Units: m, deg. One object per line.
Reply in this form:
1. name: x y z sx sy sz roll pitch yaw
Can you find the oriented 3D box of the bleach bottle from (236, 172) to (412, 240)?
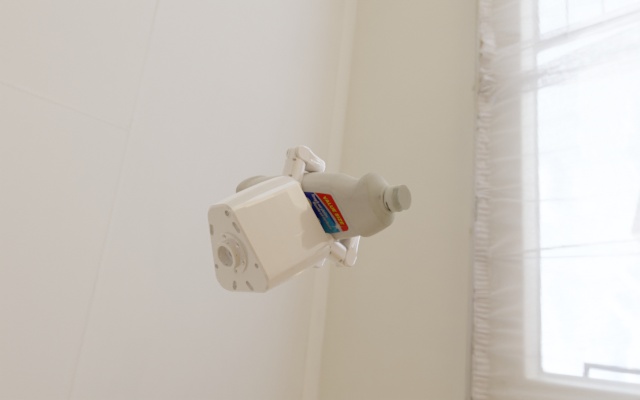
1. bleach bottle: 0.000 0.002 0.618 0.251 0.102 0.068 -9 12 42
